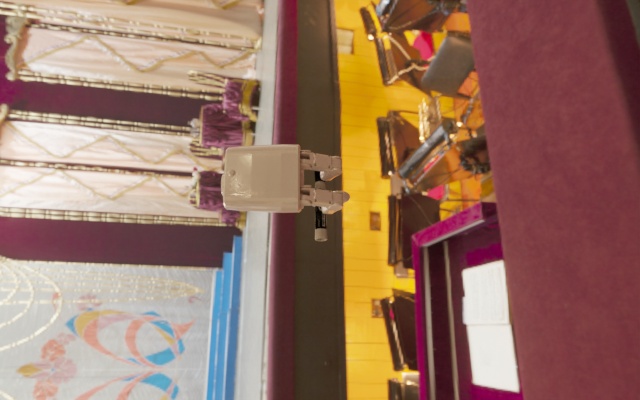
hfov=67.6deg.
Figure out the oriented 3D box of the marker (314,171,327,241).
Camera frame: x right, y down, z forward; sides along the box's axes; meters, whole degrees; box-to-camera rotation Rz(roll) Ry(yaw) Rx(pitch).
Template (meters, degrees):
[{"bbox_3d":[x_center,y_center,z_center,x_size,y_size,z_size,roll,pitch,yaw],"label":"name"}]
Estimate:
[{"bbox_3d":[0.000,0.002,0.738,0.020,0.121,0.020,-1,-20,0],"label":"marker"}]
